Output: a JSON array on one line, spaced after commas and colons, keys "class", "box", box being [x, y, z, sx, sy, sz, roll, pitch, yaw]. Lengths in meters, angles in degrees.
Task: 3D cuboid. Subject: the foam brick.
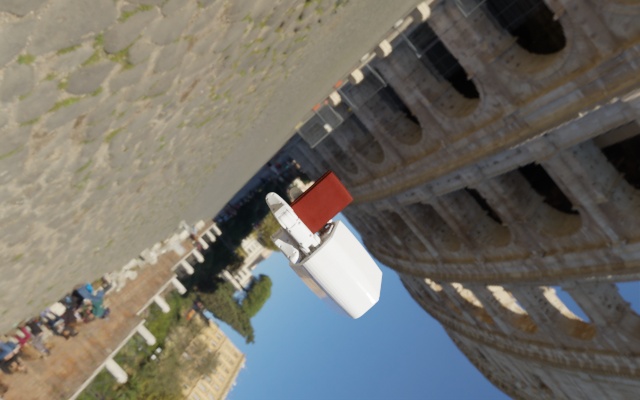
[{"class": "foam brick", "box": [0.000, 0.002, 0.665, 0.078, 0.051, 0.053, -42, 4, 0]}]
